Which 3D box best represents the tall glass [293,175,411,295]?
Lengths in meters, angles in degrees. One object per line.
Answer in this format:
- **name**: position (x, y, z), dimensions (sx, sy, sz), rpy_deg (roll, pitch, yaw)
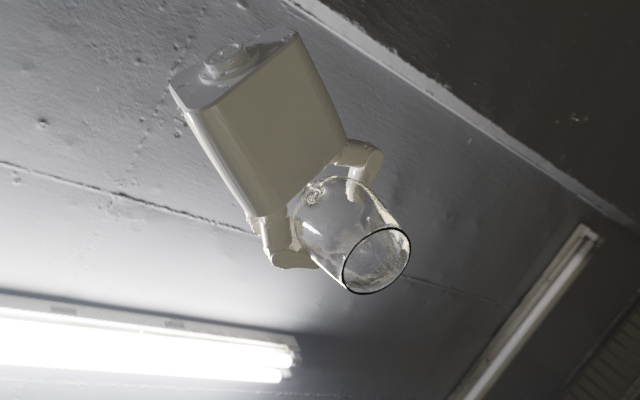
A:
- **tall glass**: position (0.000, 0.001, 0.439), dimensions (0.079, 0.079, 0.201), rpy_deg (0, 28, -30)
